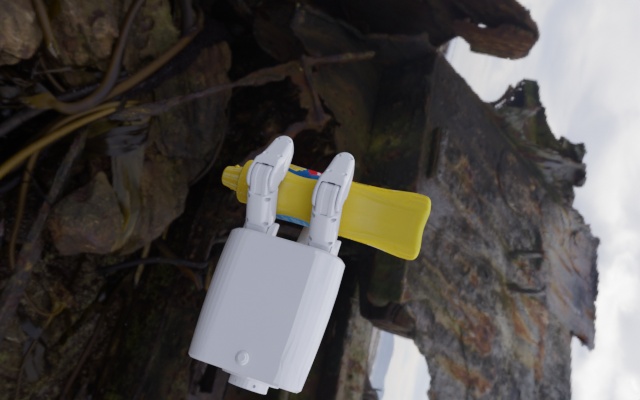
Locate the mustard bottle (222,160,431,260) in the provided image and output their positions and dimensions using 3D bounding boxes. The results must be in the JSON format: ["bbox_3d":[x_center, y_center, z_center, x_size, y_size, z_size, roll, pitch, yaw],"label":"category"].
[{"bbox_3d":[0.000,0.001,0.436,0.191,0.058,0.096,15,4,11],"label":"mustard bottle"}]
